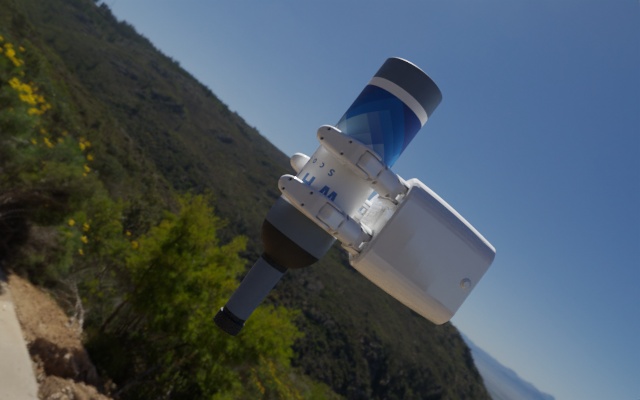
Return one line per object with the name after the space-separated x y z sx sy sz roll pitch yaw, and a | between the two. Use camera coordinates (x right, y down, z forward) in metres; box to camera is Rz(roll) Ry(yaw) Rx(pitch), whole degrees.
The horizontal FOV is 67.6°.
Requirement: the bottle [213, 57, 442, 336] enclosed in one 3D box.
0.000 0.001 0.451 0.069 0.295 0.069 37 -3 2 | bottle
